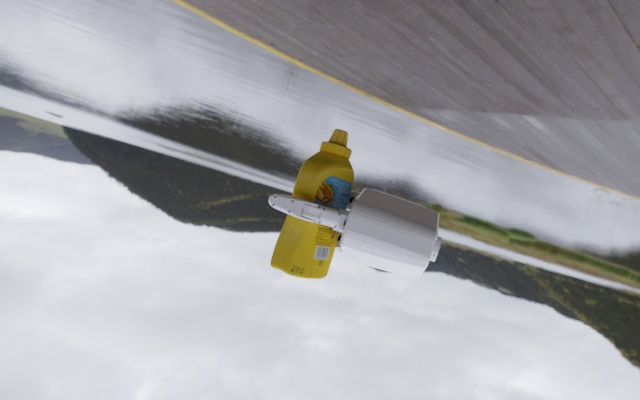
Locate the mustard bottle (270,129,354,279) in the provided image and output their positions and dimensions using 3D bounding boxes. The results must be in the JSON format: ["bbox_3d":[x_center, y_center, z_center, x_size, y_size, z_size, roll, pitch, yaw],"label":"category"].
[{"bbox_3d":[0.000,0.002,0.614,0.058,0.191,0.096,18,1,35],"label":"mustard bottle"}]
